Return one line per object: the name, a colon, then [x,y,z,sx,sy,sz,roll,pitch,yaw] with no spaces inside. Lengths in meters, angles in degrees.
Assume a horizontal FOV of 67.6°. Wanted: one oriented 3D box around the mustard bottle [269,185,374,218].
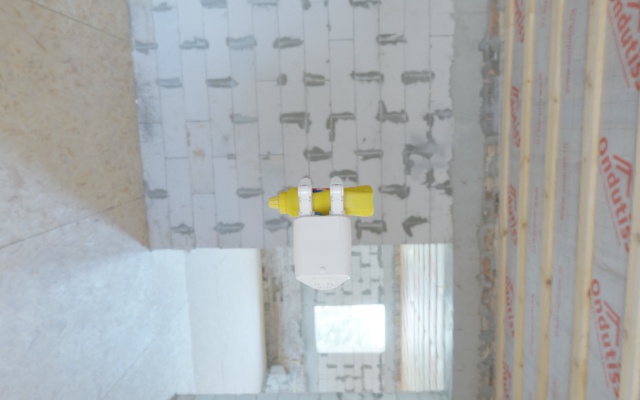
mustard bottle: [0.000,0.003,0.886,0.191,0.058,0.096,-1,3,2]
